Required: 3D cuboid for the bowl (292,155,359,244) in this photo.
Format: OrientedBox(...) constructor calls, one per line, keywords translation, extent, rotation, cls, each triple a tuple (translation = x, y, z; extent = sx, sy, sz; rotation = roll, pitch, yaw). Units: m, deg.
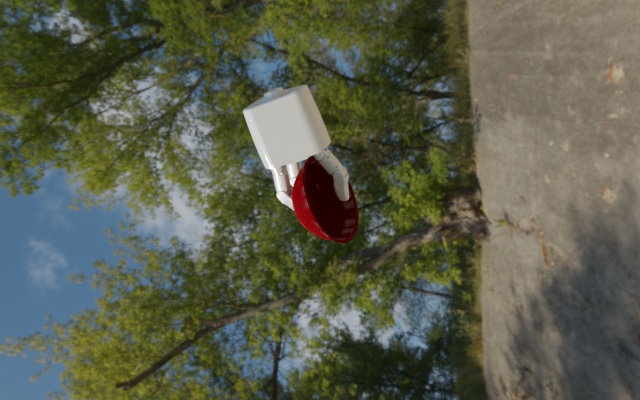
OrientedBox(translation=(0.000, 0.004, 0.822), extent=(0.055, 0.162, 0.162), rotation=(-22, -12, 31), cls="bowl")
